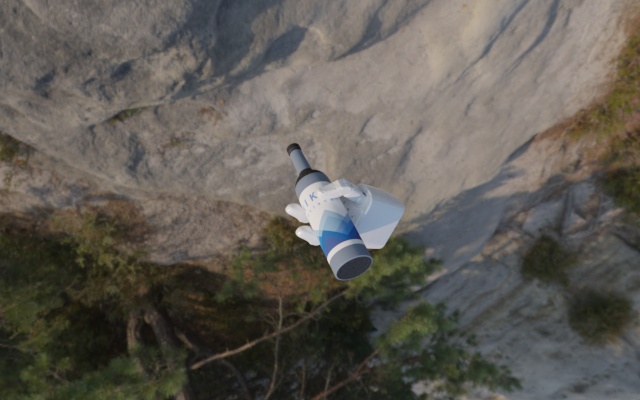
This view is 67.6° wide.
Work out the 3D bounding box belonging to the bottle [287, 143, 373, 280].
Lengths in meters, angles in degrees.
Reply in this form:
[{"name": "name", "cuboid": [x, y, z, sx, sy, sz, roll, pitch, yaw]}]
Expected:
[{"name": "bottle", "cuboid": [0.000, 0.003, 0.852, 0.069, 0.295, 0.069, -17, -37, -13]}]
